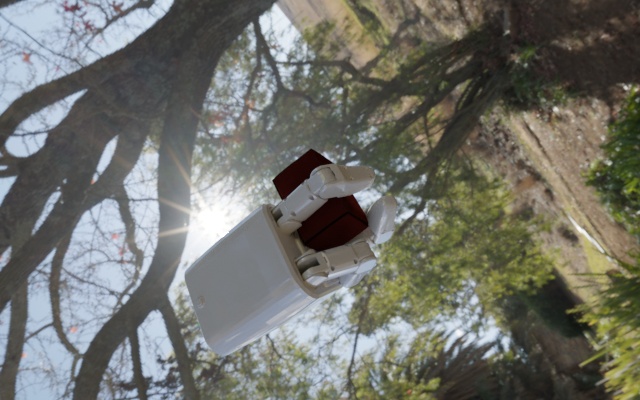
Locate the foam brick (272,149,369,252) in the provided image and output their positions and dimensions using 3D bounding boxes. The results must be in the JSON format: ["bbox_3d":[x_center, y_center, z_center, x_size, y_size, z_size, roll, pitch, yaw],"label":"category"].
[{"bbox_3d":[0.000,0.001,0.446,0.051,0.078,0.053,-37,-30,15],"label":"foam brick"}]
